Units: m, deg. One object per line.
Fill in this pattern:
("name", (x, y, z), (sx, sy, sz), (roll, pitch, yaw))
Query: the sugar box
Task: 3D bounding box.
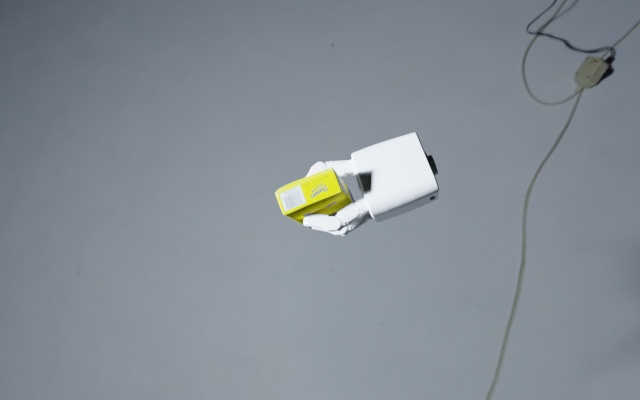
("sugar box", (0.000, 0.003, 0.760), (0.093, 0.048, 0.176), (-22, -16, 8))
